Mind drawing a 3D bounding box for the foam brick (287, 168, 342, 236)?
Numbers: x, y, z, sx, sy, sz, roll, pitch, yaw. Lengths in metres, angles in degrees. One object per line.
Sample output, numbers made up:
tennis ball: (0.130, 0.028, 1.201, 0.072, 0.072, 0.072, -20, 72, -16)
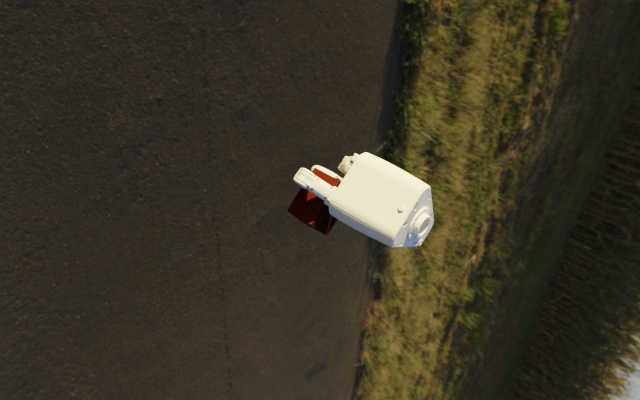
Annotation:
foam brick: (0.000, 0.003, 0.695, 0.051, 0.078, 0.053, 31, -4, 31)
